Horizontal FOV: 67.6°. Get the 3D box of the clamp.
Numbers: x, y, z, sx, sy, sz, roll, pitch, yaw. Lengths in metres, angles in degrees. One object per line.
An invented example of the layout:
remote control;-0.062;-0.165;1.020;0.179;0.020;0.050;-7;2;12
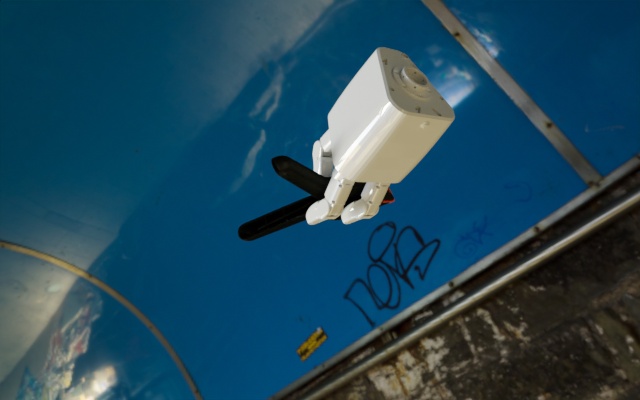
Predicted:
clamp;0.000;0.001;0.621;0.210;0.036;0.165;0;-32;-34
